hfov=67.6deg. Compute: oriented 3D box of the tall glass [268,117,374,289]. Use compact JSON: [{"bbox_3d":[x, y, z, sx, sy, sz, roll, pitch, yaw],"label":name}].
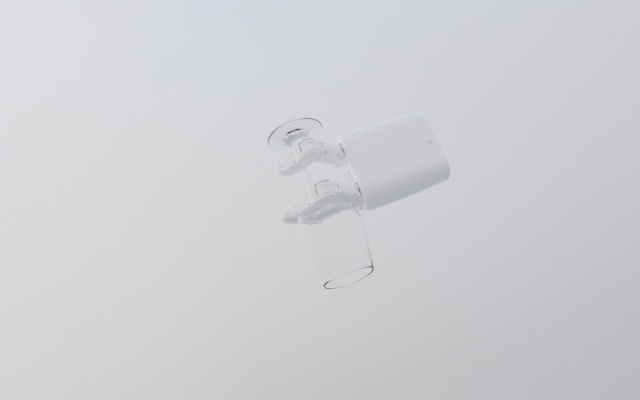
[{"bbox_3d":[0.000,0.001,0.576,0.079,0.201,0.079,-17,-22,-7],"label":"tall glass"}]
